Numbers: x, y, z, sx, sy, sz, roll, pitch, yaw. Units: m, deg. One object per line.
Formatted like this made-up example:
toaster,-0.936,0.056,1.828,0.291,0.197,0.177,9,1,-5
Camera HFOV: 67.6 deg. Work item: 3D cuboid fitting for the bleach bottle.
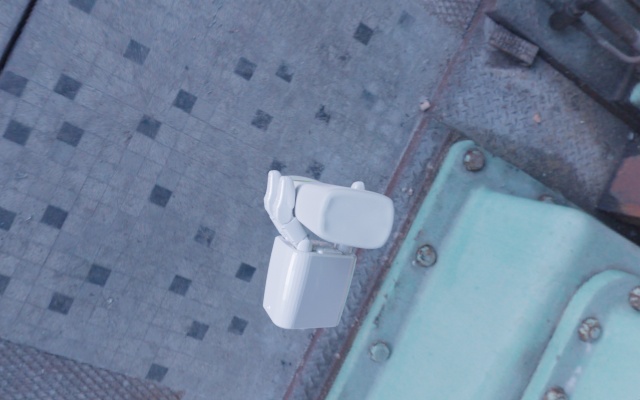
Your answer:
bleach bottle,0.000,0.002,0.667,0.102,0.068,0.251,10,5,-21
